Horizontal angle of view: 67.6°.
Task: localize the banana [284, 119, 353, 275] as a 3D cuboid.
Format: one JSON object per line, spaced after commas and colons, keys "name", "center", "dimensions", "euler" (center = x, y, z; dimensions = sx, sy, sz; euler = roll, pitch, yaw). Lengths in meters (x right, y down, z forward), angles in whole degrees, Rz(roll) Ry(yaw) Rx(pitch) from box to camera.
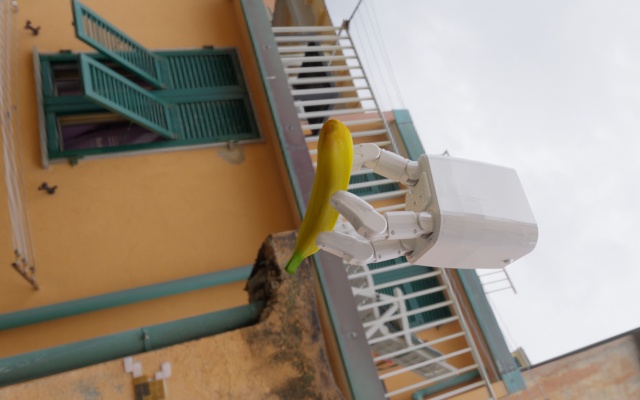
{"name": "banana", "center": [0.005, -0.007, 0.481], "dimensions": [0.037, 0.198, 0.069], "euler": [21, 40, 7]}
